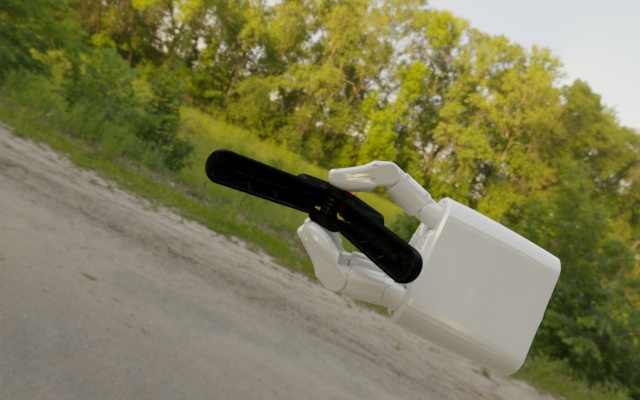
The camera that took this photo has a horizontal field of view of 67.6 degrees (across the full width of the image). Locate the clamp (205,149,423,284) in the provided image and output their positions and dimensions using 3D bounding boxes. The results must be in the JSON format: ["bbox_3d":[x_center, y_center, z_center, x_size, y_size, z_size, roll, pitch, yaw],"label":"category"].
[{"bbox_3d":[0.001,0.001,0.408,0.164,0.036,0.210,28,7,1],"label":"clamp"}]
